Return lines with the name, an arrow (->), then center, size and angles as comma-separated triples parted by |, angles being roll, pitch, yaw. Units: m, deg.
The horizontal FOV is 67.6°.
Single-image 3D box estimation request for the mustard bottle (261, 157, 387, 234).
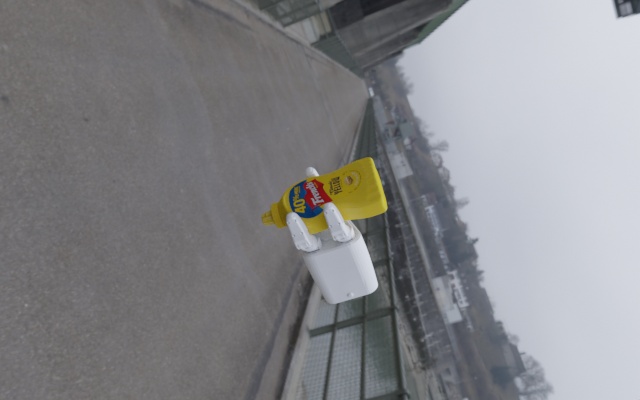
mustard bottle -> 0.000, 0.002, 0.734 | 0.191, 0.096, 0.058 | -18, -41, 10
